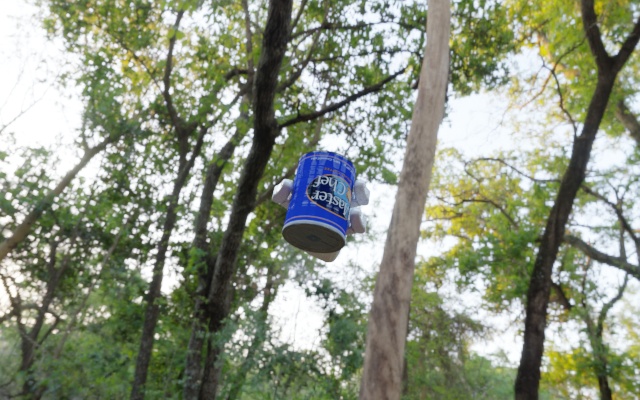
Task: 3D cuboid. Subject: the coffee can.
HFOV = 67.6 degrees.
[{"bbox_3d":[0.000,0.003,0.793,0.103,0.140,0.103,8,-30,5],"label":"coffee can"}]
